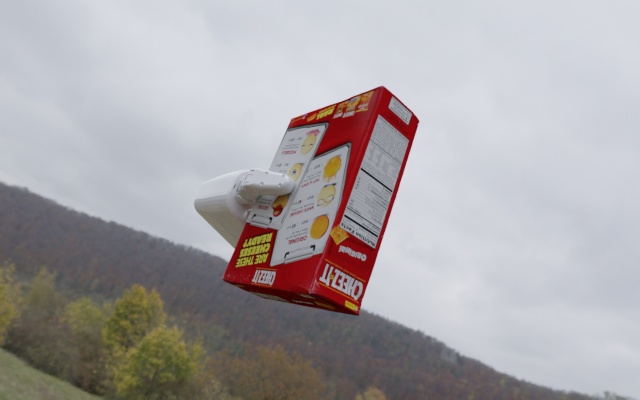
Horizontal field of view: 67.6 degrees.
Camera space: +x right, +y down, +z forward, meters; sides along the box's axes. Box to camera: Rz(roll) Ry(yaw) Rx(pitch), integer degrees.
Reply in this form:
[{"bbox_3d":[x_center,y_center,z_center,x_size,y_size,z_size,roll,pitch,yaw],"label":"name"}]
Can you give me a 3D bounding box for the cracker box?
[{"bbox_3d":[0.000,0.001,0.503,0.072,0.213,0.164,32,-22,-31],"label":"cracker box"}]
